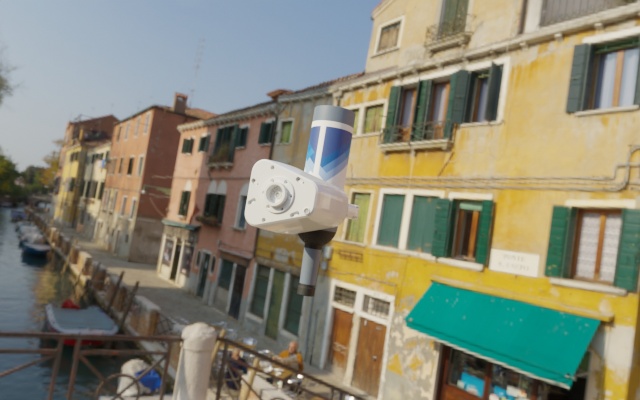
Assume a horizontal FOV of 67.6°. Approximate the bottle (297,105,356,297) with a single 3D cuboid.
[{"bbox_3d":[0.000,0.002,0.754,0.069,0.295,0.069,9,-3,1],"label":"bottle"}]
